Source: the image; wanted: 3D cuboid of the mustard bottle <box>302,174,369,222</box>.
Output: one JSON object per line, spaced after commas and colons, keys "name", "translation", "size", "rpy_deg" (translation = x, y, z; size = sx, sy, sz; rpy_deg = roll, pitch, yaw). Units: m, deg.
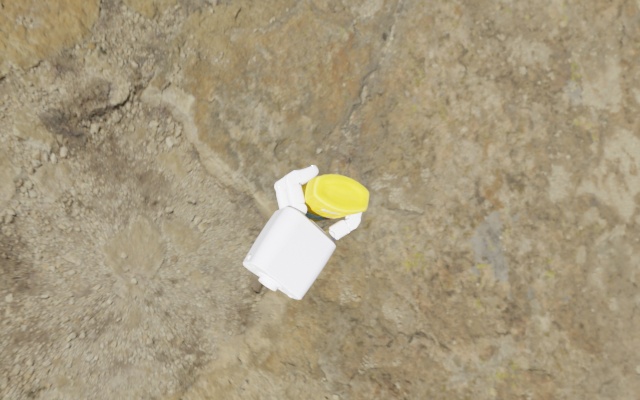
{"name": "mustard bottle", "translation": [0.000, 0.002, 0.811], "size": [0.096, 0.058, 0.191], "rpy_deg": [13, -13, -19]}
